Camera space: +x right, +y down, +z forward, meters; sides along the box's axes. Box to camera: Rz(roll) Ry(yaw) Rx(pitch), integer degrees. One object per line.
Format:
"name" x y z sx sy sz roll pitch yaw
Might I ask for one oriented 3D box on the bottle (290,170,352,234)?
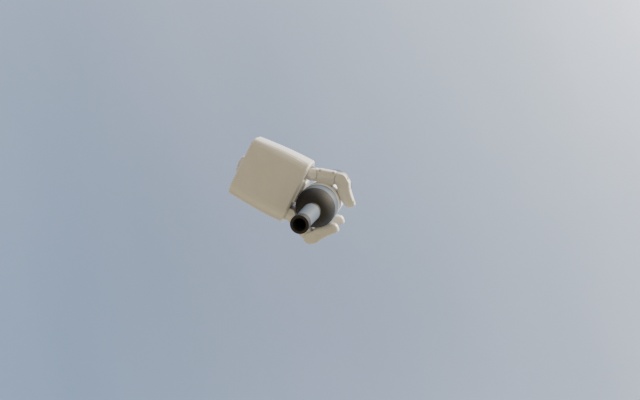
"bottle" 0.000 0.003 0.798 0.069 0.069 0.295 0 12 12
